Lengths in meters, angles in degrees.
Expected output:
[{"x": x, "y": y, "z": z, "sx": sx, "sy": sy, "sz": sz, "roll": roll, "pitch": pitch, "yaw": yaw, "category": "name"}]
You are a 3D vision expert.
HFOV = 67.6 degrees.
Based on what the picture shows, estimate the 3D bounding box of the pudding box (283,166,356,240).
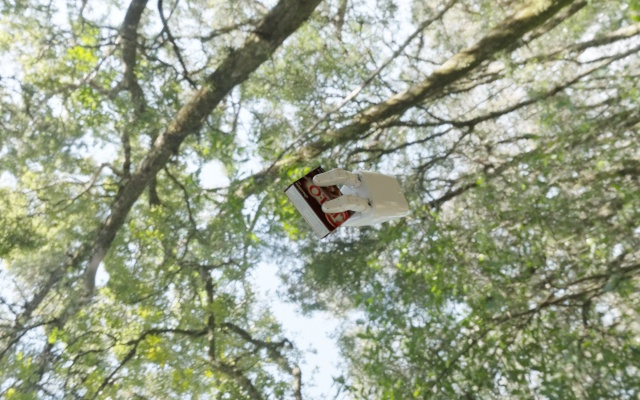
[{"x": 0.000, "y": 0.003, "z": 0.865, "sx": 0.039, "sy": 0.113, "sz": 0.090, "roll": -43, "pitch": -5, "yaw": 41, "category": "pudding box"}]
